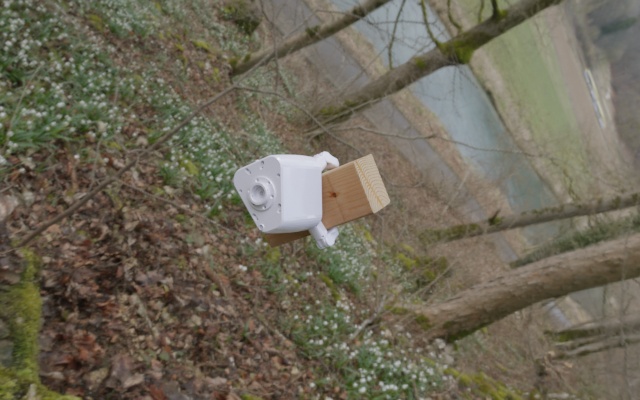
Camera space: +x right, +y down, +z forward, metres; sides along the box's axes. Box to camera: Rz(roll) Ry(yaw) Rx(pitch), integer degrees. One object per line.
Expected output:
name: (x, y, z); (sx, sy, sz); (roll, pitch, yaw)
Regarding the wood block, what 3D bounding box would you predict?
wood block: (0.000, 0.003, 0.823); (0.206, 0.091, 0.090); (-20, 3, 29)
